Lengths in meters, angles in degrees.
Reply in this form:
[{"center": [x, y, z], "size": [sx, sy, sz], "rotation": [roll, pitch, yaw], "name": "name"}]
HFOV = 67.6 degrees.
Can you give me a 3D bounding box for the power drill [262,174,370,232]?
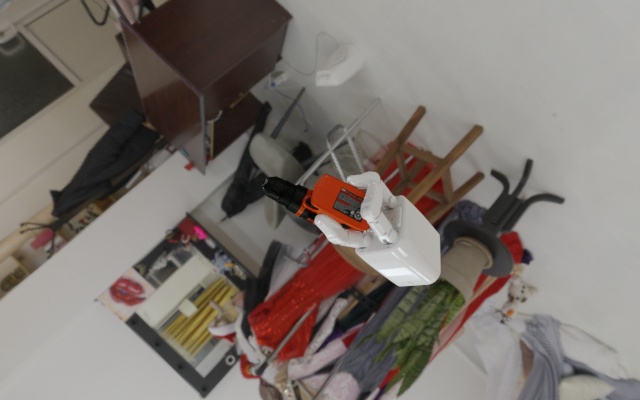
[{"center": [0.000, 0.003, 0.786], "size": [0.184, 0.057, 0.187], "rotation": [25, -9, -13], "name": "power drill"}]
